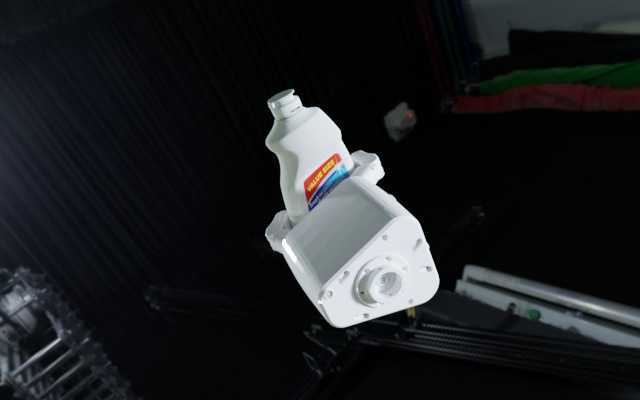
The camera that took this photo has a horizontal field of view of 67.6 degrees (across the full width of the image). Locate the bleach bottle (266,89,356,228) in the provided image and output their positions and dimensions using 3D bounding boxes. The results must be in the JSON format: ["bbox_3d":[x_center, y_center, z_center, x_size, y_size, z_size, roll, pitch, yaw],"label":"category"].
[{"bbox_3d":[0.000,0.002,0.531,0.102,0.251,0.068,-29,26,-10],"label":"bleach bottle"}]
